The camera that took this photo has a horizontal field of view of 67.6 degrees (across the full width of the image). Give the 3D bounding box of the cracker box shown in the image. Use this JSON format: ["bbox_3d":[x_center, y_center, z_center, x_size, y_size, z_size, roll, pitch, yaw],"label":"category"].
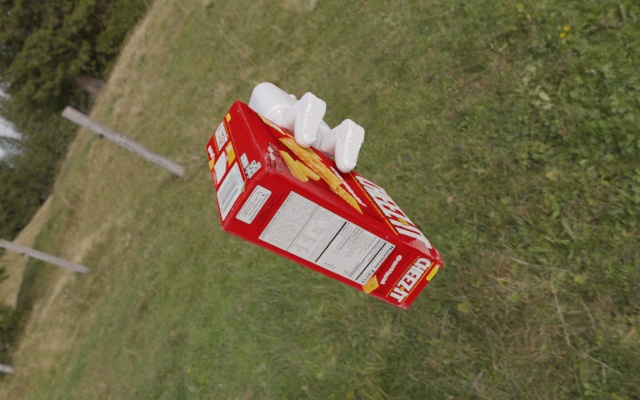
[{"bbox_3d":[0.000,0.002,0.477,0.214,0.072,0.164,28,18,-30],"label":"cracker box"}]
